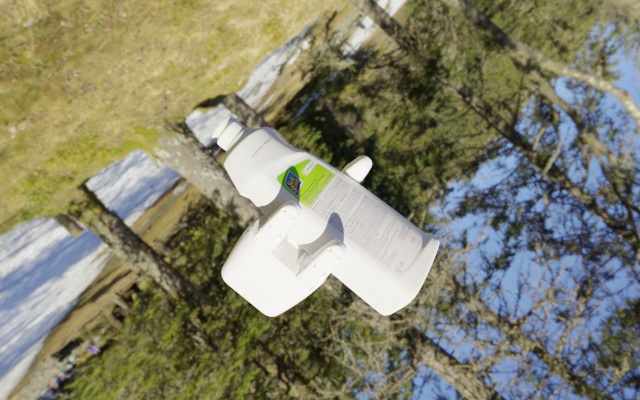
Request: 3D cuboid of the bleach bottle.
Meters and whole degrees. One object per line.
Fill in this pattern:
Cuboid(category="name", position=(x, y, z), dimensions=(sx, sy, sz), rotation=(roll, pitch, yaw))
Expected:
Cuboid(category="bleach bottle", position=(0.000, 0.002, 0.491), dimensions=(0.068, 0.251, 0.102), rotation=(-47, 4, 46))
